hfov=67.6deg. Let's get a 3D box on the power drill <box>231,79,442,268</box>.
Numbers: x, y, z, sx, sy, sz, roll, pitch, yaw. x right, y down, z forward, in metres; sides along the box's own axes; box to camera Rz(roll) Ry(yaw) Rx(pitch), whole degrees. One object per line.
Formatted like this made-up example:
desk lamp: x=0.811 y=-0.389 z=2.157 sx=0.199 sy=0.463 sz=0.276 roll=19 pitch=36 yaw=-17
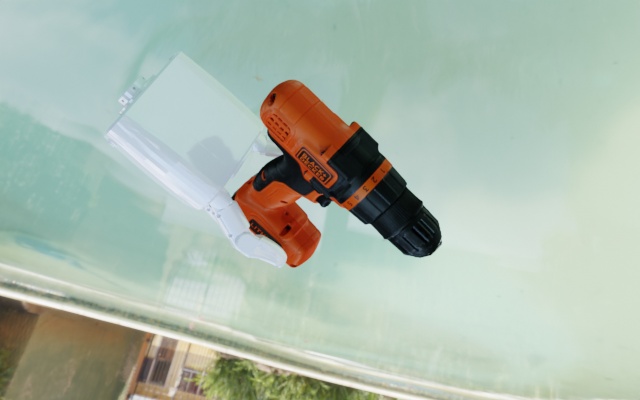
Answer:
power drill: x=0.000 y=0.001 z=0.444 sx=0.057 sy=0.184 sz=0.188 roll=-46 pitch=2 yaw=-35
